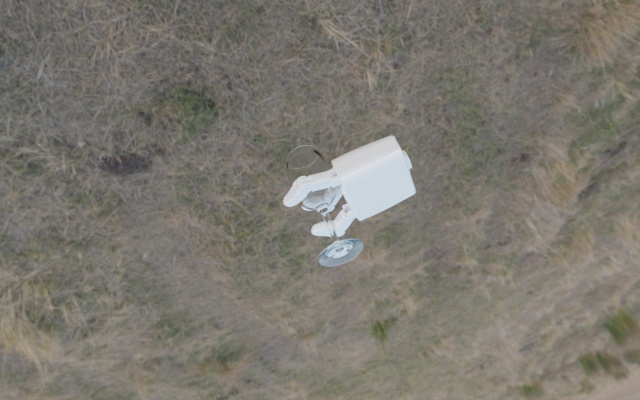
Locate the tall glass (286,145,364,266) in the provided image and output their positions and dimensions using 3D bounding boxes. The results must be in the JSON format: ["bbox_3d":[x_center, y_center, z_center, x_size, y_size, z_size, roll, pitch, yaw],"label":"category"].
[{"bbox_3d":[0.000,0.003,0.779,0.079,0.201,0.079,-16,-33,-10],"label":"tall glass"}]
